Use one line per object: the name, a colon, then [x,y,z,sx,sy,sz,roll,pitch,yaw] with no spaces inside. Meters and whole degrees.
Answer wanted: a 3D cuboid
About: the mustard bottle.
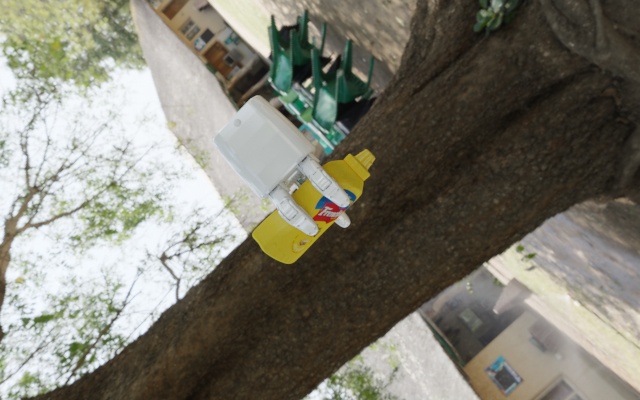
mustard bottle: [0.000,0.003,0.657,0.058,0.191,0.096,49,7,30]
